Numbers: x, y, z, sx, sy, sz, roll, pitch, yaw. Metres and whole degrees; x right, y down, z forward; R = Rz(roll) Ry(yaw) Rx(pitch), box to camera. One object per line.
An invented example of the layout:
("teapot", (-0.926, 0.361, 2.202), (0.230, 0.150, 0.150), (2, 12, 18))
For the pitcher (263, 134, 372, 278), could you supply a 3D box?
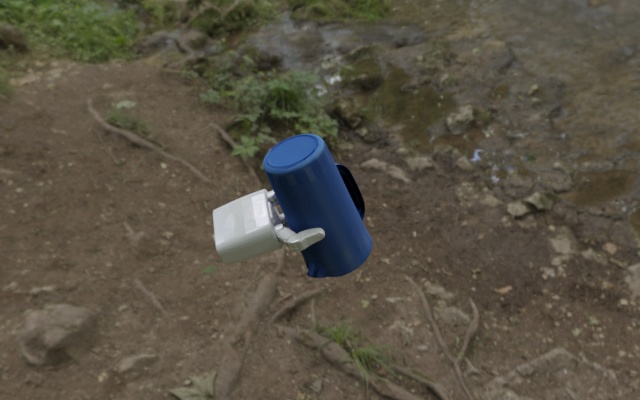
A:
("pitcher", (0.000, 0.003, 0.839), (0.145, 0.243, 0.149), (-21, 35, 5))
